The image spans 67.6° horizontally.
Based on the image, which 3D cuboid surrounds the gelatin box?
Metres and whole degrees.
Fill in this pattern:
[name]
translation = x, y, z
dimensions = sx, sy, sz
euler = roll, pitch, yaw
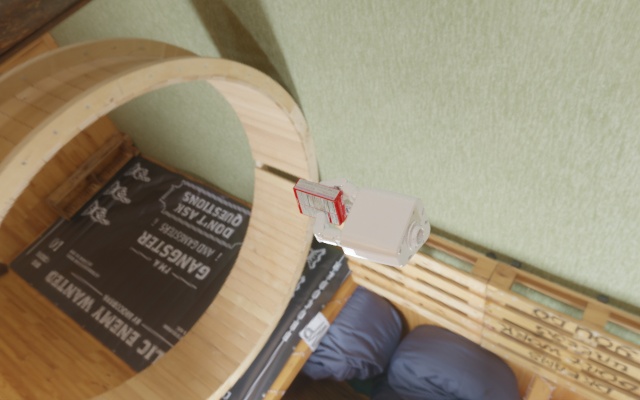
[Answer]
[gelatin box]
translation = 0.000, 0.003, 0.857
dimensions = 0.089, 0.030, 0.073
euler = 16, -34, 23
